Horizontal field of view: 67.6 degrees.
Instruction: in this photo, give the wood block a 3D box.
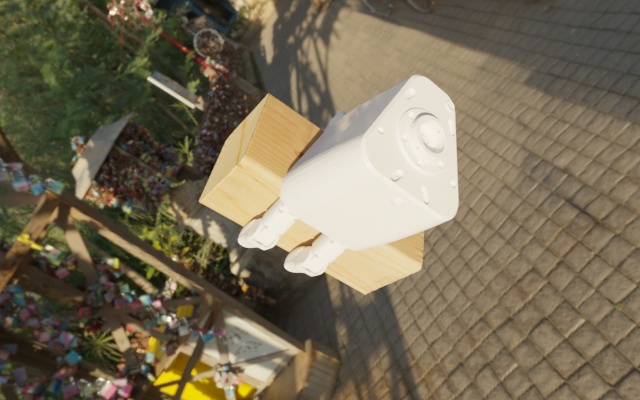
[{"bbox_3d":[0.000,0.001,0.482,0.206,0.090,0.090,32,-43,-22],"label":"wood block"}]
